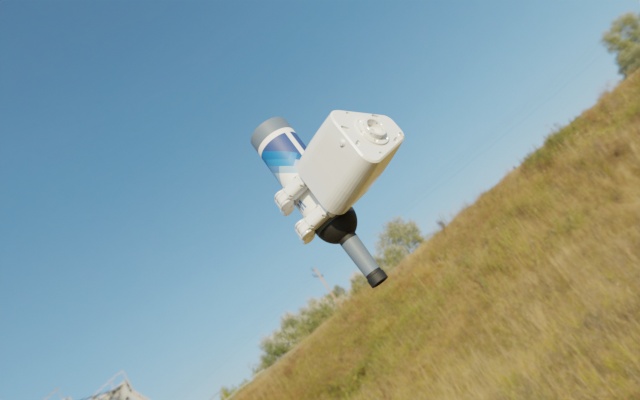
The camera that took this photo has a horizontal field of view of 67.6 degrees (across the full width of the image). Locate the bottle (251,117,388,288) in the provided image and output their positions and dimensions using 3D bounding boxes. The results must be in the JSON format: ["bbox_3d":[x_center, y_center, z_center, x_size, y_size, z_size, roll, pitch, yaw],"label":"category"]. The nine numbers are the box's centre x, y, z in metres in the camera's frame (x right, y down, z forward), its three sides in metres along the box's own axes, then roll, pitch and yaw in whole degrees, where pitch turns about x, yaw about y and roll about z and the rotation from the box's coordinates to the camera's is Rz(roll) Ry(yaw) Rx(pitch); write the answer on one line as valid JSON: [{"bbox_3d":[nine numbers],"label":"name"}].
[{"bbox_3d":[0.000,0.002,0.708,0.069,0.295,0.069,-32,-20,-13],"label":"bottle"}]
